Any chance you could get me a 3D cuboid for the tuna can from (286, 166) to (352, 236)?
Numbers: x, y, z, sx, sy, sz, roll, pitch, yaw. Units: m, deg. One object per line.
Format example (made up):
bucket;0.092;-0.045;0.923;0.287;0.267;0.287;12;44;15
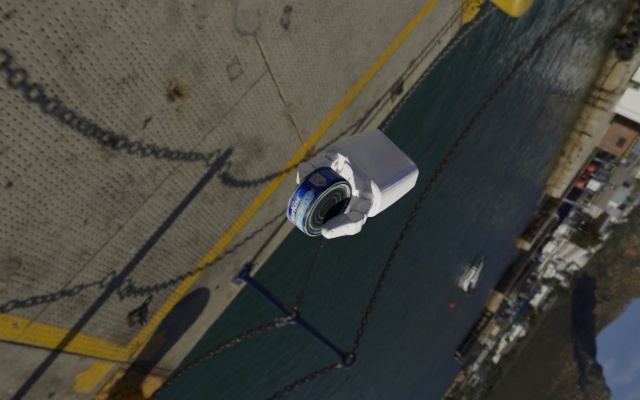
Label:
tuna can;0.000;0.002;0.600;0.033;0.086;0.086;39;21;28
